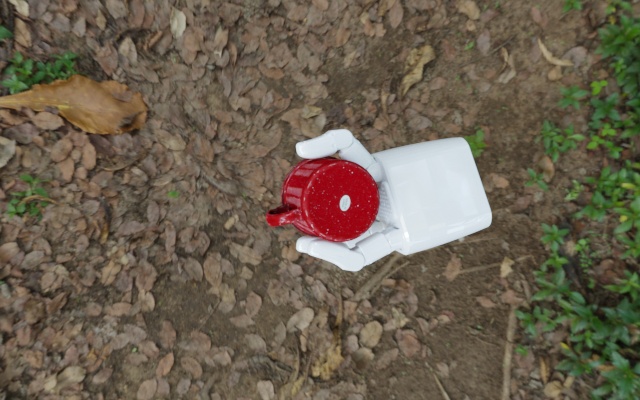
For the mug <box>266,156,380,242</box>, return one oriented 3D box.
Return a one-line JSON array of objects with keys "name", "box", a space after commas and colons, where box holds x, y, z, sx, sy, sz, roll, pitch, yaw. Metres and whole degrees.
[{"name": "mug", "box": [-0.001, 0.002, 0.495, 0.117, 0.093, 0.081, -16, 8, -13]}]
